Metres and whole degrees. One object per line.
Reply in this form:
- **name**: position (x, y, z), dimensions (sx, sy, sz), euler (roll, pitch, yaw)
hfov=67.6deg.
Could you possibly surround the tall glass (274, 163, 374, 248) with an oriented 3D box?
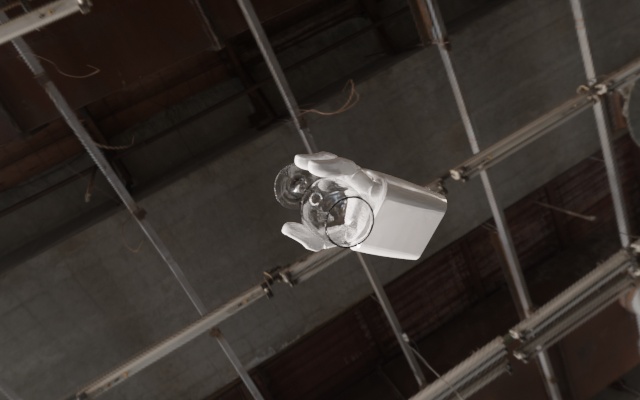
- **tall glass**: position (0.000, 0.002, 0.635), dimensions (0.079, 0.079, 0.201), euler (0, 14, -20)
